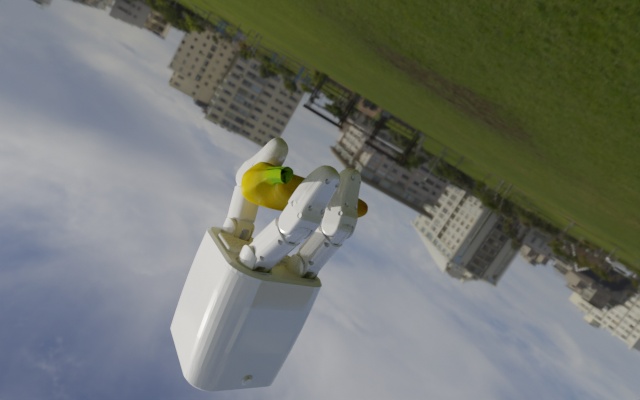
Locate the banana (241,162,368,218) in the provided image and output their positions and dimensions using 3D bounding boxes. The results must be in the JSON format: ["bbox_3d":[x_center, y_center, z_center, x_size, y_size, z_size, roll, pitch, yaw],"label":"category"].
[{"bbox_3d":[-0.018,-0.004,0.436,0.069,0.037,0.198,17,1,24],"label":"banana"}]
